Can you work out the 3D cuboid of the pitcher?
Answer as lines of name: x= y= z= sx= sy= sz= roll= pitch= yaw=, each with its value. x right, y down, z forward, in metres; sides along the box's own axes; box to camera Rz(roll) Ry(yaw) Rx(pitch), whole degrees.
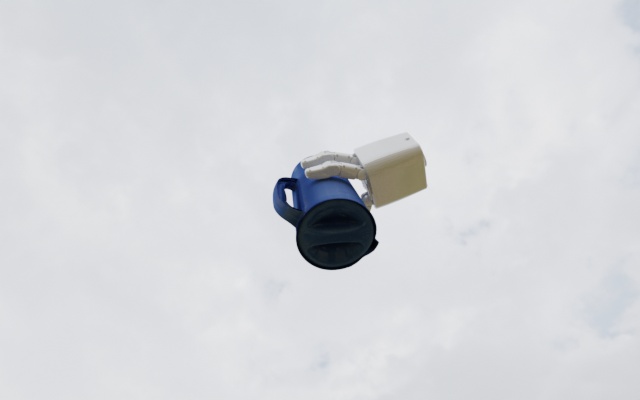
pitcher: x=0.000 y=0.003 z=0.863 sx=0.145 sy=0.149 sz=0.242 roll=-21 pitch=27 yaw=1
